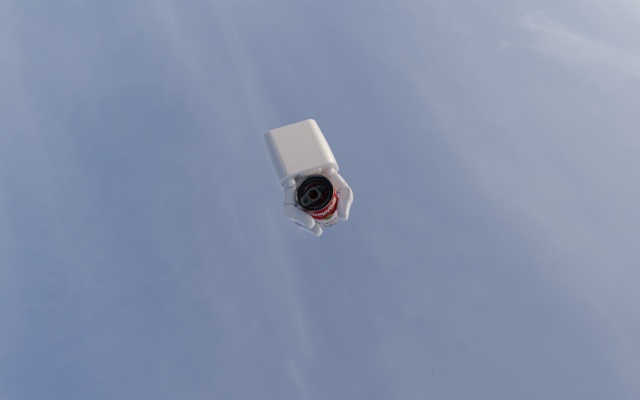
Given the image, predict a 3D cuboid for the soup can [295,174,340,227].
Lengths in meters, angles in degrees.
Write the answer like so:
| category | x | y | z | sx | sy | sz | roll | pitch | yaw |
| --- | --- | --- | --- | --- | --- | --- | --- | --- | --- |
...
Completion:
| category | x | y | z | sx | sy | sz | roll | pitch | yaw |
| --- | --- | --- | --- | --- | --- | --- | --- | --- | --- |
| soup can | 0.000 | 0.003 | 0.857 | 0.068 | 0.068 | 0.102 | 0 | -19 | 13 |
